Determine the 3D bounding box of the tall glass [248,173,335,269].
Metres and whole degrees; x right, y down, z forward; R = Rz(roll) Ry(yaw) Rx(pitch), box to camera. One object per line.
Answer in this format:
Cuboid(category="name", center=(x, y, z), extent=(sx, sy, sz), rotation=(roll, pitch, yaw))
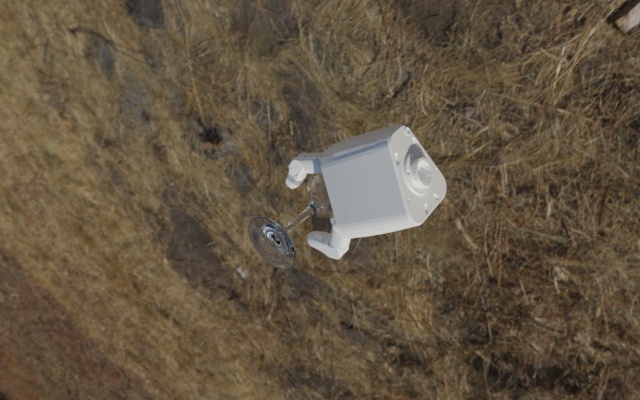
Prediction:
Cuboid(category="tall glass", center=(0.000, 0.002, 0.627), extent=(0.079, 0.079, 0.201), rotation=(0, 29, 42))
